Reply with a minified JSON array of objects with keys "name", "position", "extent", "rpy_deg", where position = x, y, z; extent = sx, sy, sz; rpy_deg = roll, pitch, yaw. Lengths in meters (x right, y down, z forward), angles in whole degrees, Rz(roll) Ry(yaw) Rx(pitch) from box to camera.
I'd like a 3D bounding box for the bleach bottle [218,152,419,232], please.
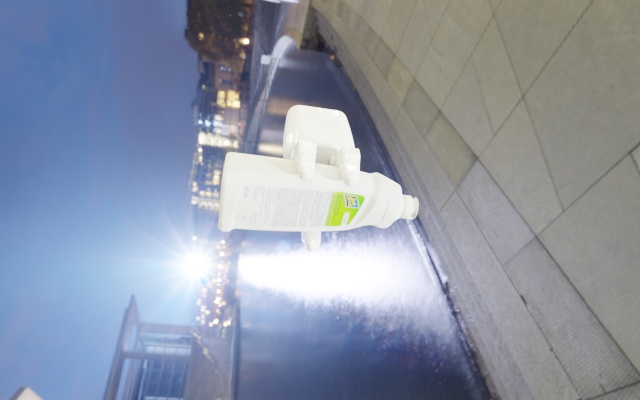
[{"name":"bleach bottle","position":[0.000,0.002,0.617],"extent":[0.251,0.103,0.068],"rpy_deg":[7,40,-9]}]
